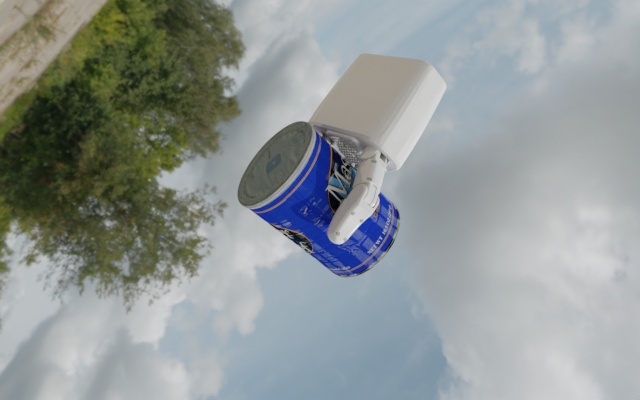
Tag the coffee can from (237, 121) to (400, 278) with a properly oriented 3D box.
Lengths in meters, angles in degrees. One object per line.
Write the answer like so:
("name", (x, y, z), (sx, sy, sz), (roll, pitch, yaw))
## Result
("coffee can", (0.000, 0.002, 0.497), (0.140, 0.102, 0.103), (40, -23, -29))
